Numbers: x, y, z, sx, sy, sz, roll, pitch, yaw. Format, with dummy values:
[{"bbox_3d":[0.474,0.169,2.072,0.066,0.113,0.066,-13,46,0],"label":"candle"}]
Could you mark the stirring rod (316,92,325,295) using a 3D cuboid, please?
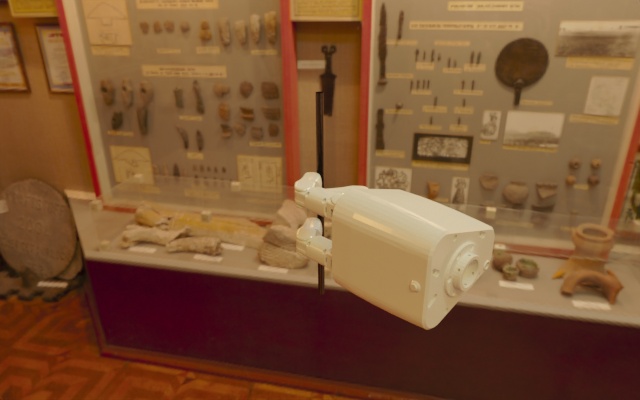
[{"bbox_3d":[0.000,0.002,0.526,0.011,0.240,0.011,0,24,0],"label":"stirring rod"}]
